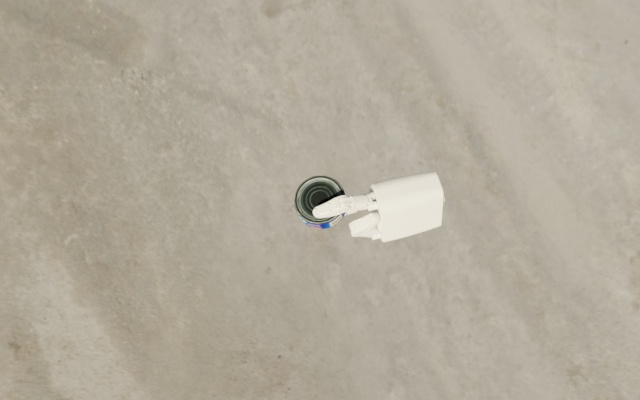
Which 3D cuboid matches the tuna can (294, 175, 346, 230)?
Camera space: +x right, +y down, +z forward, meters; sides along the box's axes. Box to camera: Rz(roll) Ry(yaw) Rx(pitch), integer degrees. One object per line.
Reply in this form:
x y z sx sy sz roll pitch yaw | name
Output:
0.000 0.002 0.783 0.086 0.086 0.034 0 -18 8 | tuna can
